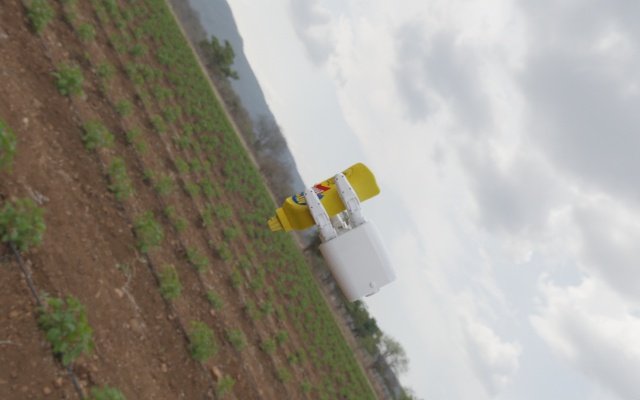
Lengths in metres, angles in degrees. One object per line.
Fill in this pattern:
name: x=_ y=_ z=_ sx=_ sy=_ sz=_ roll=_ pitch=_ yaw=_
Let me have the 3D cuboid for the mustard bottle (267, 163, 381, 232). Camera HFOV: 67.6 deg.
mustard bottle: x=0.000 y=0.002 z=0.809 sx=0.191 sy=0.058 sz=0.096 roll=-27 pitch=22 yaw=-4
